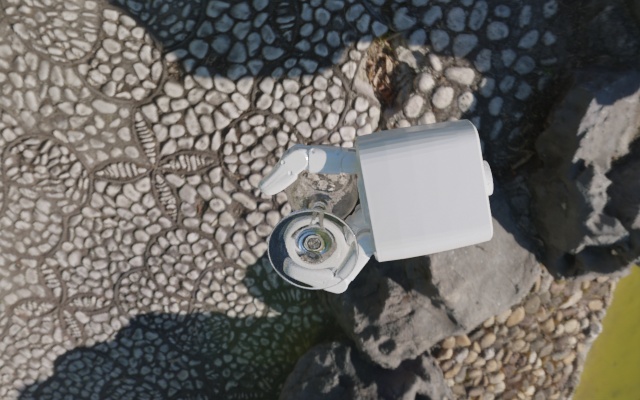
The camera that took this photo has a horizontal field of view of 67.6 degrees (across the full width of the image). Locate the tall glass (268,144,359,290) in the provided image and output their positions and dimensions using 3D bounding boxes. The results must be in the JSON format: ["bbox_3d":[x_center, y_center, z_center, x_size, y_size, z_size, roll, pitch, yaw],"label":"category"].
[{"bbox_3d":[0.000,0.002,0.476,0.079,0.079,0.201,0,23,3],"label":"tall glass"}]
